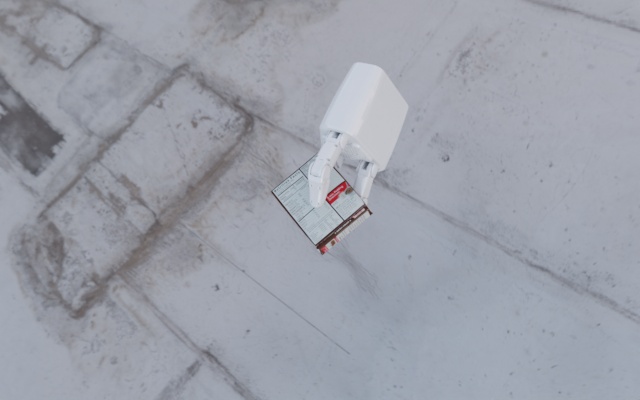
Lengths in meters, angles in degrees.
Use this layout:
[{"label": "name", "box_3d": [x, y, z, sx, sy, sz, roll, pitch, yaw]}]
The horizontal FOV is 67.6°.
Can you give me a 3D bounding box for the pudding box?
[{"label": "pudding box", "box_3d": [0.000, 0.002, 0.645, 0.090, 0.113, 0.039, -40, -29, -1]}]
